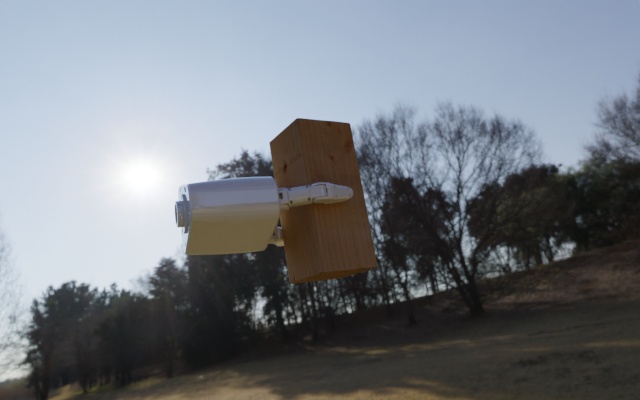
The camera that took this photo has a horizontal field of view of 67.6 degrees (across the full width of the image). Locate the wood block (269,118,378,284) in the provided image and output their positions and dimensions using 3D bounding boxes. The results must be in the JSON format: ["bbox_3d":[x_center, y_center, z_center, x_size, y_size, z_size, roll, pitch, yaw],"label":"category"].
[{"bbox_3d":[0.000,0.002,0.658,0.090,0.206,0.091,0,-17,-33],"label":"wood block"}]
